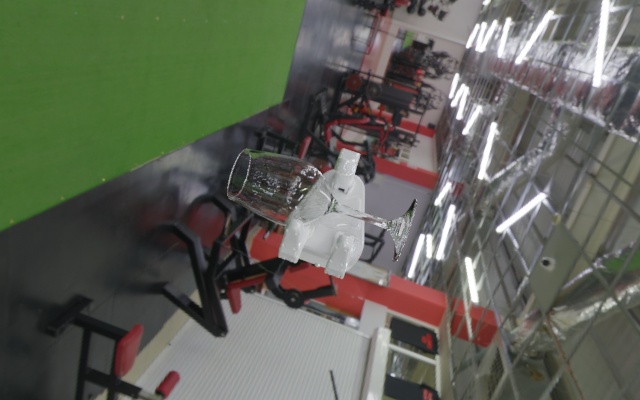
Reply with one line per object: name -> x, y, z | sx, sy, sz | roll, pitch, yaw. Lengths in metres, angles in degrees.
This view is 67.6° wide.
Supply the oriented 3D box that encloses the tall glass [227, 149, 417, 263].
tall glass -> 0.001, 0.002, 0.536 | 0.201, 0.079, 0.079 | 19, 2, 5
